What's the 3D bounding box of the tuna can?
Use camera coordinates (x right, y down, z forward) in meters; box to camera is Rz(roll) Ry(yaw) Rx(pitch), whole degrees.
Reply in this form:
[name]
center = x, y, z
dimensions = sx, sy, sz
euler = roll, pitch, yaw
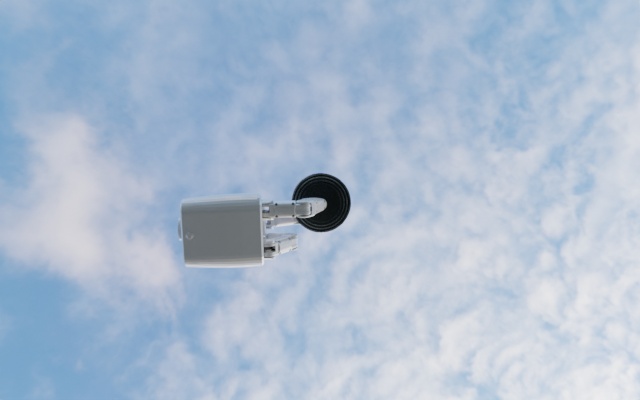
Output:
[tuna can]
center = 0.000, 0.002, 0.701
dimensions = 0.086, 0.086, 0.034
euler = 0, 5, -4
